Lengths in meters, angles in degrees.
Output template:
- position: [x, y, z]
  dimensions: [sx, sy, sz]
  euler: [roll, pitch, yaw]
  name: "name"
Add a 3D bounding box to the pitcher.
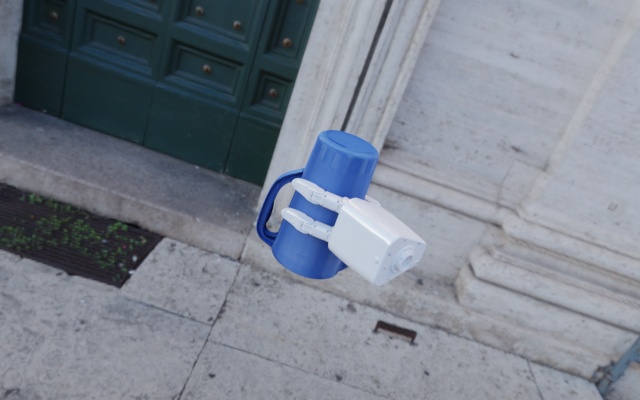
- position: [0.000, 0.003, 0.832]
  dimensions: [0.149, 0.243, 0.145]
  euler: [-3, 32, -43]
  name: "pitcher"
